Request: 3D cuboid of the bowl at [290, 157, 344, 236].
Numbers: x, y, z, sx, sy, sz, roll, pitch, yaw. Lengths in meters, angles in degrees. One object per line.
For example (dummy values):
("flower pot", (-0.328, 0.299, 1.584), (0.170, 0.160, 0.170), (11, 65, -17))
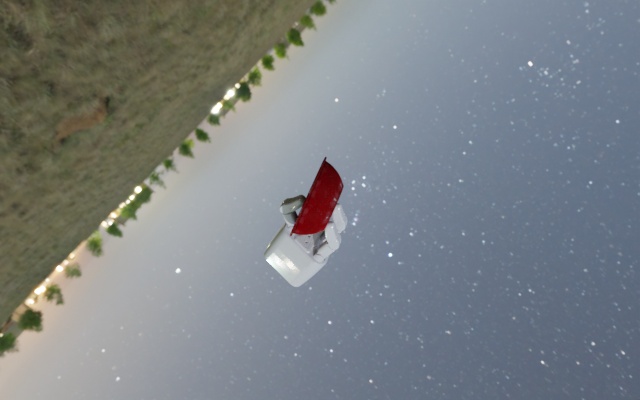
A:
("bowl", (0.001, 0.002, 0.884), (0.055, 0.162, 0.162), (24, 0, 0))
